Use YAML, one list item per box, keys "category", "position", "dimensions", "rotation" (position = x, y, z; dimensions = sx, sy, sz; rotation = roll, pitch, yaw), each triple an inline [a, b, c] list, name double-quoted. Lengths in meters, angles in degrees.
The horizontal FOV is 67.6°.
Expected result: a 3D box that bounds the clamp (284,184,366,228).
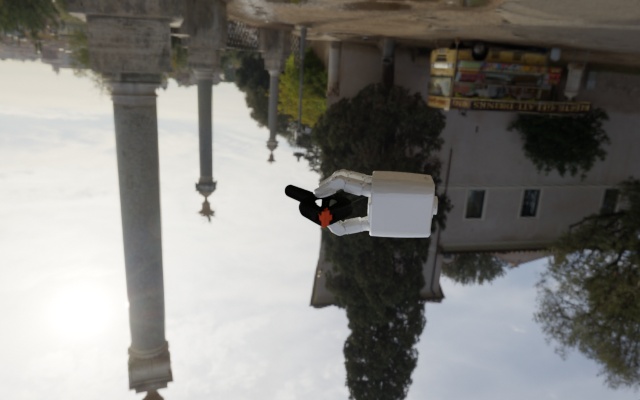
- category: "clamp"
  position: [0.000, 0.004, 0.863]
  dimensions: [0.164, 0.036, 0.210]
  rotation: [1, 15, 8]
